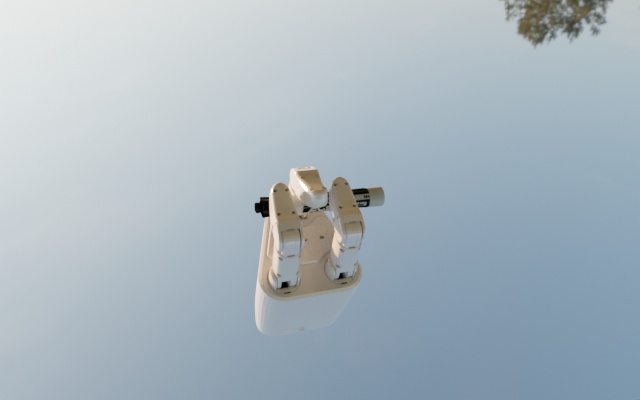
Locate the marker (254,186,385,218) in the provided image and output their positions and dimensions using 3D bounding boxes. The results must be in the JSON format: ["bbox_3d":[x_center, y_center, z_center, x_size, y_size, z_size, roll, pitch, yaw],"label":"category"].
[{"bbox_3d":[0.000,0.001,0.438,0.121,0.020,0.020,-6,1,-16],"label":"marker"}]
